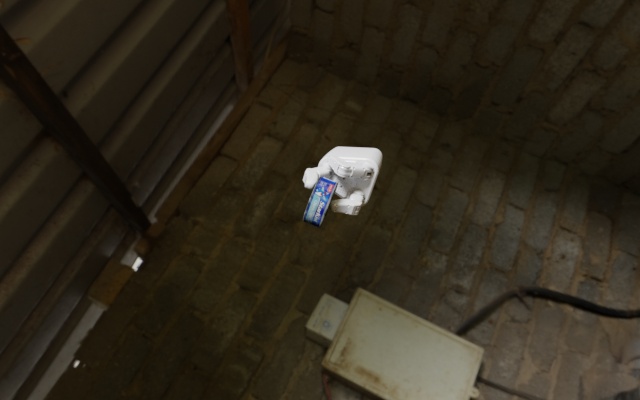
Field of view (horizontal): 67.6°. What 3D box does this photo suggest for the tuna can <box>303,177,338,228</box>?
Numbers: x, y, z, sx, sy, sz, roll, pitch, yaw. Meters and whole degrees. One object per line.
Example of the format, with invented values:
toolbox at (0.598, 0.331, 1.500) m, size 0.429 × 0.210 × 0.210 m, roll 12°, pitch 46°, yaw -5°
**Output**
tuna can at (0.000, 0.003, 0.825) m, size 0.034 × 0.086 × 0.086 m, roll 22°, pitch 1°, yaw 3°
